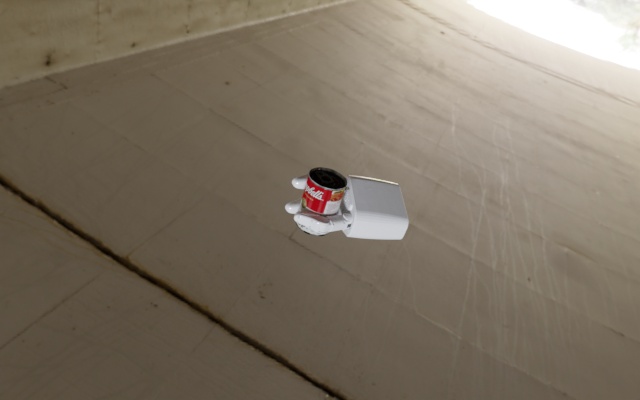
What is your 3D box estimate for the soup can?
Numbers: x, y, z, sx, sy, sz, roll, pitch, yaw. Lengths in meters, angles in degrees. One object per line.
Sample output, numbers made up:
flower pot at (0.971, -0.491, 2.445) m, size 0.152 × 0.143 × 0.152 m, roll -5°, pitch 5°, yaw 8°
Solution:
soup can at (0.000, 0.003, 0.830) m, size 0.068 × 0.102 × 0.068 m, roll 13°, pitch 32°, yaw -8°
